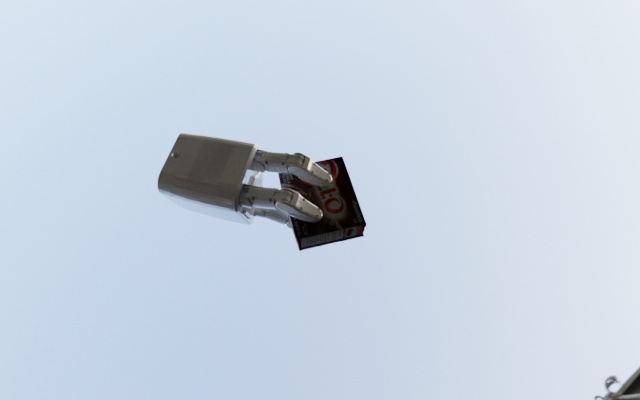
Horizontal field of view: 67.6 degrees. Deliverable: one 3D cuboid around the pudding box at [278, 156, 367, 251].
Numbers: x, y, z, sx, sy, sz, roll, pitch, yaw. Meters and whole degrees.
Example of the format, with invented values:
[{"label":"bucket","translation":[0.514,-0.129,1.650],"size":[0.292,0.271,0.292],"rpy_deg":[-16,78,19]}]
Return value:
[{"label":"pudding box","translation":[0.000,0.002,0.620],"size":[0.090,0.113,0.039],"rpy_deg":[-13,-30,-7]}]
